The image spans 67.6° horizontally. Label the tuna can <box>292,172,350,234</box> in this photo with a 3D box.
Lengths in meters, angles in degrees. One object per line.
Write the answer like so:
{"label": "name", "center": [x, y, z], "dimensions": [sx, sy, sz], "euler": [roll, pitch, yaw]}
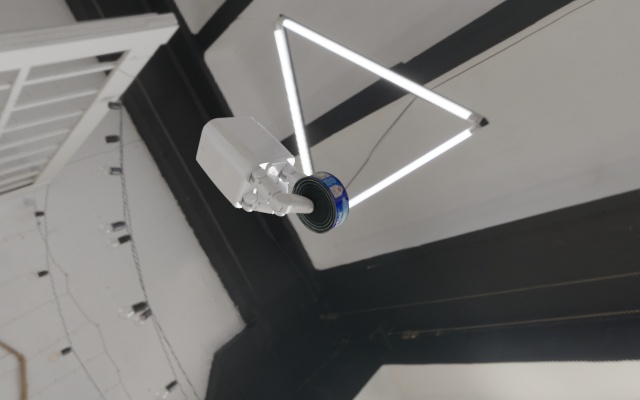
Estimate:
{"label": "tuna can", "center": [0.001, 0.002, 0.689], "dimensions": [0.086, 0.086, 0.033], "euler": [0, 19, 45]}
